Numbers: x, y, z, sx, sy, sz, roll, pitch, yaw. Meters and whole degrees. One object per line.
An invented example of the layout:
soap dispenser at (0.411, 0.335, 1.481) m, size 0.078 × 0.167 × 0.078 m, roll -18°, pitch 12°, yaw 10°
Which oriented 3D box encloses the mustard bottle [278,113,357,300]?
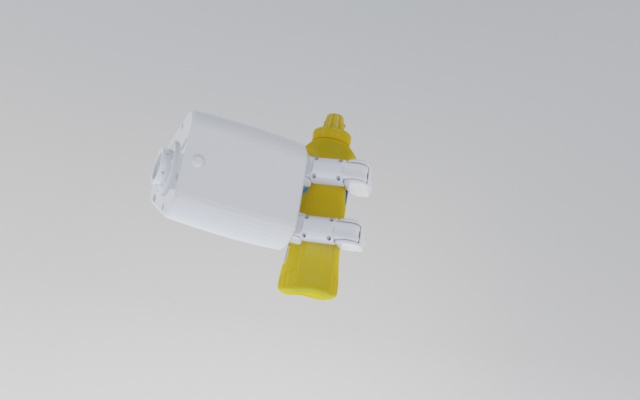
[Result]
mustard bottle at (0.000, 0.002, 0.487) m, size 0.058 × 0.191 × 0.096 m, roll 10°, pitch -14°, yaw -4°
